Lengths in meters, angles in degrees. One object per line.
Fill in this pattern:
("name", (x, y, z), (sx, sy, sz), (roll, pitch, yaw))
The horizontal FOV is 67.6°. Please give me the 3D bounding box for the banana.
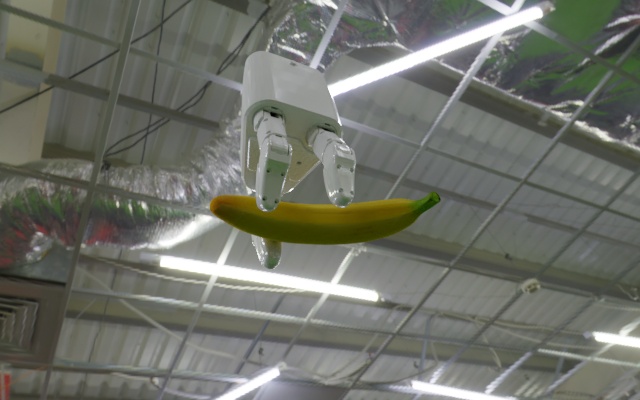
("banana", (0.003, 0.014, 0.435), (0.198, 0.037, 0.070), (-3, -41, -5))
